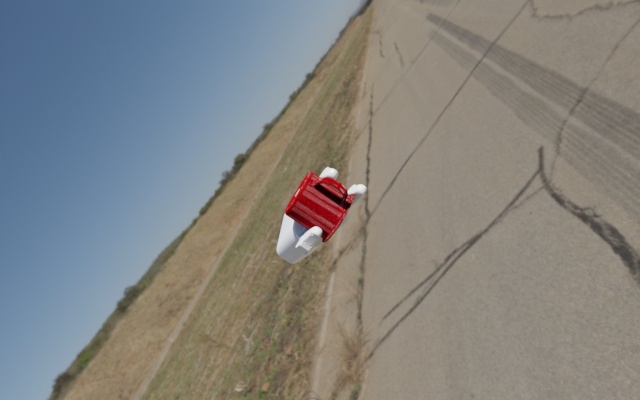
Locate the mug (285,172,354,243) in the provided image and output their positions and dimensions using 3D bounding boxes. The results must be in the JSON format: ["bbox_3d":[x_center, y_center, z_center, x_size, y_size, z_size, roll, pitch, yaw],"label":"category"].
[{"bbox_3d":[0.000,0.002,0.763,0.081,0.093,0.117,32,-36,-6],"label":"mug"}]
